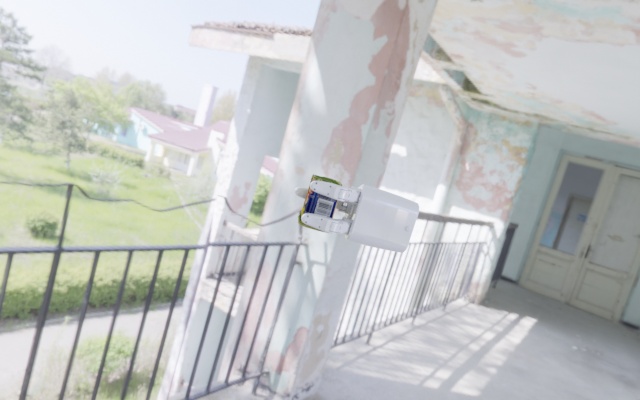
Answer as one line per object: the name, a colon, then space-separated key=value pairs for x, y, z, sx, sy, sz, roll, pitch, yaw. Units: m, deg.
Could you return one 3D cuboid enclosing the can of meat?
can of meat: x=0.000 y=0.002 z=0.826 sx=0.057 sy=0.084 sz=0.102 roll=16 pitch=6 yaw=-5
